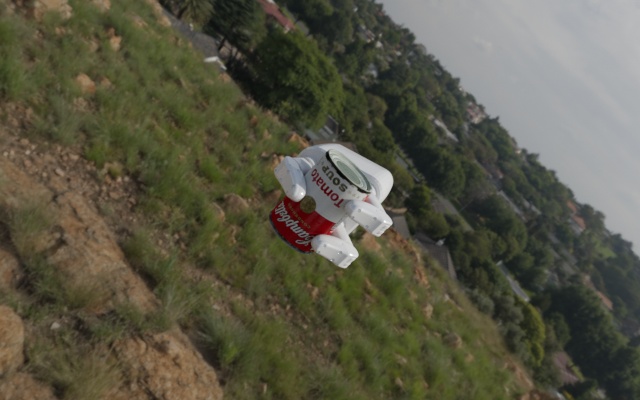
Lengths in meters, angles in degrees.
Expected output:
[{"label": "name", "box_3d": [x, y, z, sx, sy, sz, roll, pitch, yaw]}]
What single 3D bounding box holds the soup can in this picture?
[{"label": "soup can", "box_3d": [0.000, 0.002, 0.531, 0.102, 0.068, 0.068, -46, -20, 20]}]
